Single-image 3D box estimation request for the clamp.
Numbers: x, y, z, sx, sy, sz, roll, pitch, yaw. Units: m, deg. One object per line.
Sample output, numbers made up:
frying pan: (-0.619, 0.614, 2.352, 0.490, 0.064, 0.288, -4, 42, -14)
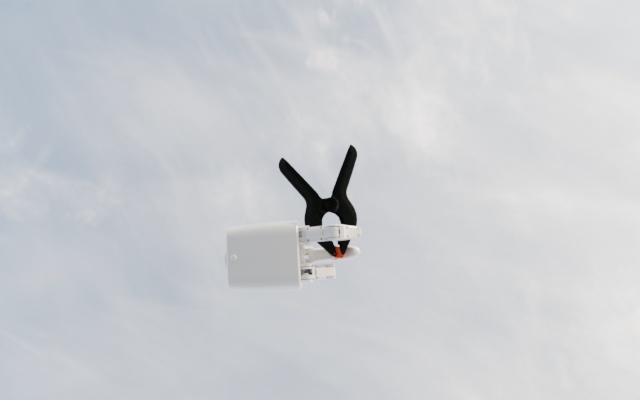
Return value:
clamp: (0.000, 0.003, 0.718, 0.120, 0.171, 0.039, -3, -8, 1)
